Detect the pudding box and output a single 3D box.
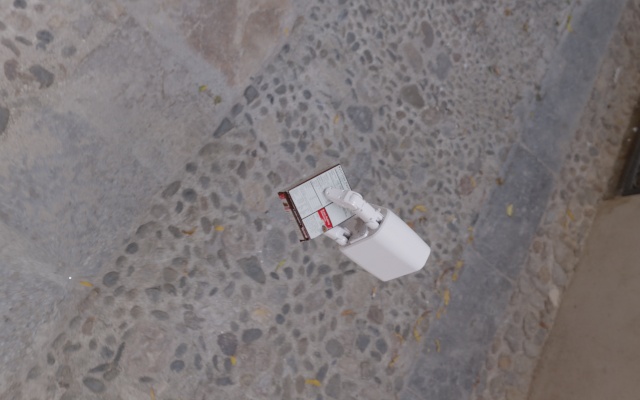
[{"bbox_3d":[0.000,0.003,0.768,0.113,0.090,0.039,-29,8,-29],"label":"pudding box"}]
